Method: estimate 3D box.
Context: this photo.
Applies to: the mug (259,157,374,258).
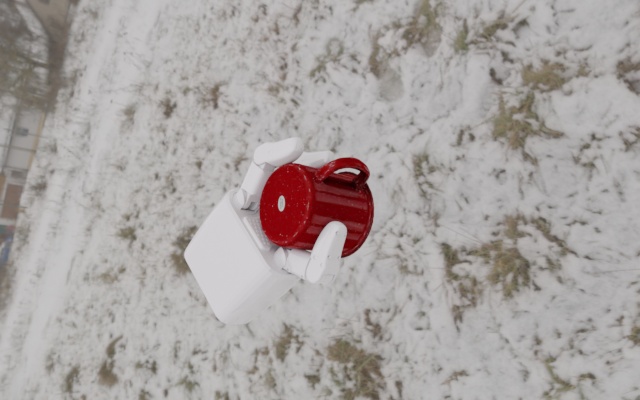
[{"bbox_3d":[0.001,0.001,0.473,0.081,0.093,0.117,12,-47,-42],"label":"mug"}]
